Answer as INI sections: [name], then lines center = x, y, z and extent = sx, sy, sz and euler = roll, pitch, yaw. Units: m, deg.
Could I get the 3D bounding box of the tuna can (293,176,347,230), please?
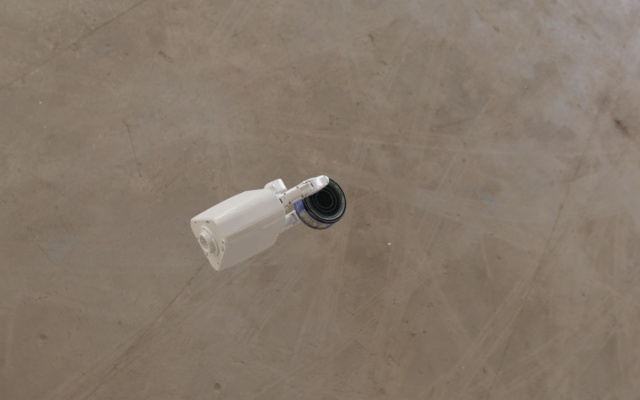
[tuna can]
center = 0.000, 0.002, 0.789
extent = 0.086, 0.086, 0.034
euler = 0, -22, -31
